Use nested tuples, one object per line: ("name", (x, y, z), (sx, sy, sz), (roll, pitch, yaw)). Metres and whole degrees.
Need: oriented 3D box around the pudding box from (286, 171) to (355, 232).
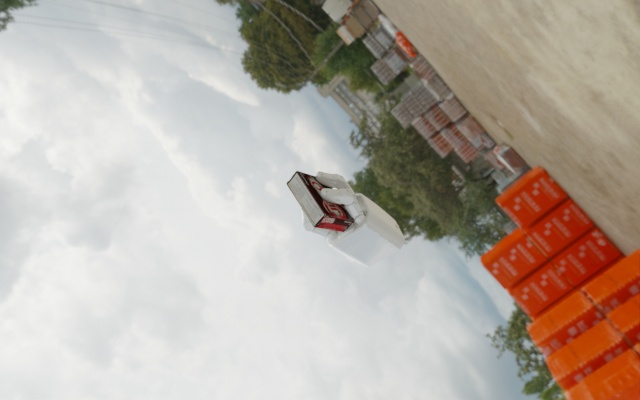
("pudding box", (0.000, 0.003, 0.870), (0.090, 0.039, 0.113), (14, 33, -52))
